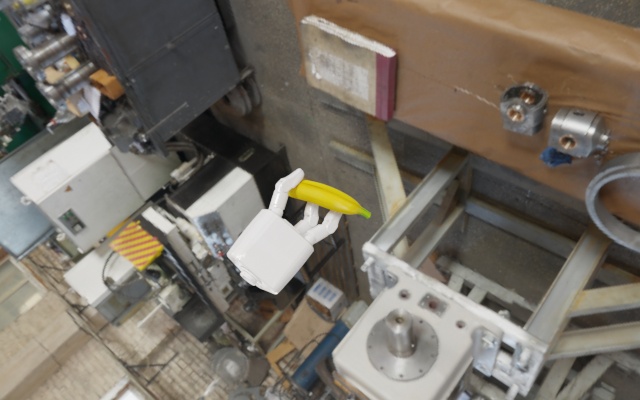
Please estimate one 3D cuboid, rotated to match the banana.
[{"bbox_3d":[-0.004,-0.006,0.872,0.197,0.037,0.070,20,-22,36],"label":"banana"}]
